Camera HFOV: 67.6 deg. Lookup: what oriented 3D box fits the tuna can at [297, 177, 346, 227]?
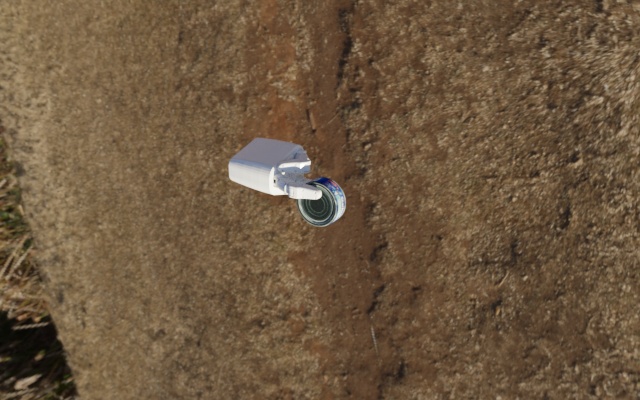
[{"bbox_3d":[0.000,0.003,0.856,0.086,0.086,0.033,0,17,31],"label":"tuna can"}]
